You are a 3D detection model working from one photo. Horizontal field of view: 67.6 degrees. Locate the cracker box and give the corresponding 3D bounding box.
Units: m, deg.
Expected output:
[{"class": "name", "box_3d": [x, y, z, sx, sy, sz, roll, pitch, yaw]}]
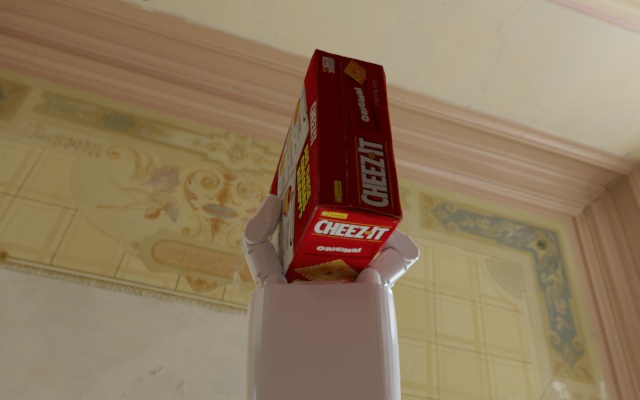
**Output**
[{"class": "cracker box", "box_3d": [0.000, 0.002, 0.444, 0.072, 0.164, 0.214, 8, -36, -14]}]
